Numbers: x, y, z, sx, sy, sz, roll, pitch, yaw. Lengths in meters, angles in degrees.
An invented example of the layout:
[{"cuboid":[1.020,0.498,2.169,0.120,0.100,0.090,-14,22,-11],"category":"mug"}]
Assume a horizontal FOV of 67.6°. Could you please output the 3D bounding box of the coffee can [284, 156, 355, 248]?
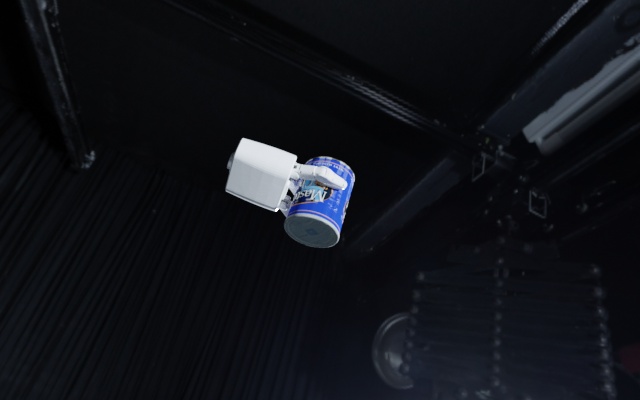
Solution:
[{"cuboid":[0.000,0.003,0.899,0.103,0.140,0.103,12,-34,8],"category":"coffee can"}]
